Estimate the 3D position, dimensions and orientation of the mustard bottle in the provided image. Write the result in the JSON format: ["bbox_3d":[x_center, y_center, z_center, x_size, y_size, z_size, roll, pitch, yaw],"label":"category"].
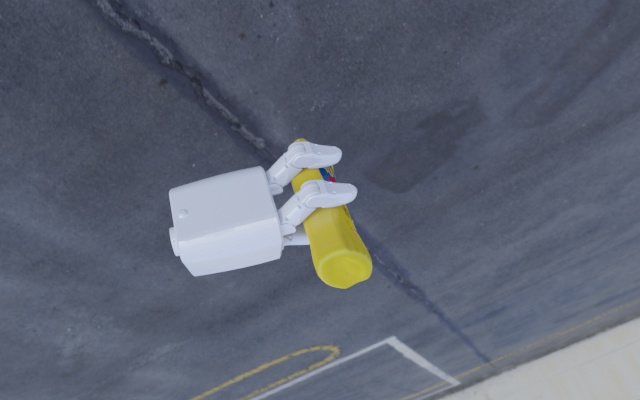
[{"bbox_3d":[0.000,0.002,0.558,0.058,0.191,0.096,-27,-34,9],"label":"mustard bottle"}]
